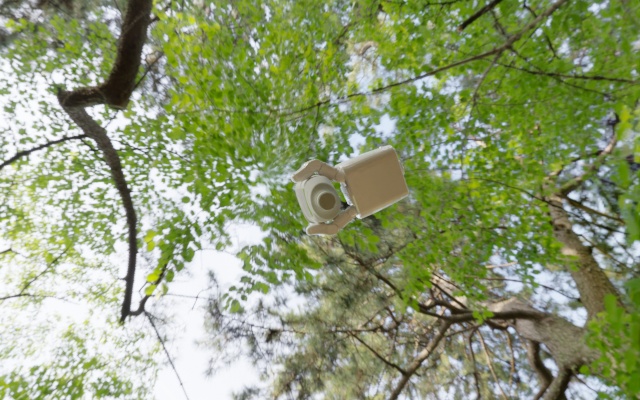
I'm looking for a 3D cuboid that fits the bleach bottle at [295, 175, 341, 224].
[{"bbox_3d":[0.000,0.003,0.897,0.068,0.102,0.251,-23,5,-5],"label":"bleach bottle"}]
